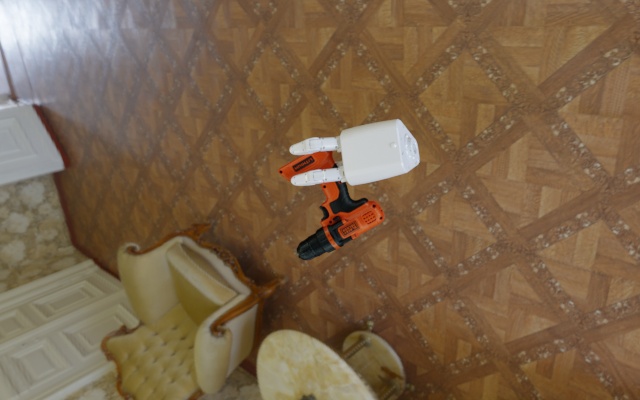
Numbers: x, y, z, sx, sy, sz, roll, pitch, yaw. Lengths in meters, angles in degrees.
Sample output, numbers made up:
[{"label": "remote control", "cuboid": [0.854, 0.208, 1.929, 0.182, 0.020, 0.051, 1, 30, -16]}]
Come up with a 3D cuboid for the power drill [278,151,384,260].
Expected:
[{"label": "power drill", "cuboid": [0.000, 0.002, 0.895, 0.184, 0.187, 0.057, -30, 7, 11]}]
